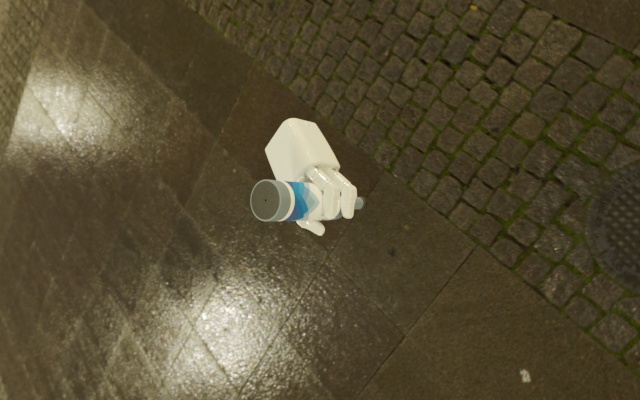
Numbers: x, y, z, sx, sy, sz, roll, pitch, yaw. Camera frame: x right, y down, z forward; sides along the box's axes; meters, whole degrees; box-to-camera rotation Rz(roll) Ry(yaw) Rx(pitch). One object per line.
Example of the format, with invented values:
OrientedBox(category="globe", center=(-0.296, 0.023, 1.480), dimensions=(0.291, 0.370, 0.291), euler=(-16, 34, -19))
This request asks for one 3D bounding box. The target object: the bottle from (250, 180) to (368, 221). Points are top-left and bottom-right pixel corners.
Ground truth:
OrientedBox(category="bottle", center=(0.000, 0.003, 0.873), dimensions=(0.069, 0.069, 0.296), euler=(0, -1, 37))
